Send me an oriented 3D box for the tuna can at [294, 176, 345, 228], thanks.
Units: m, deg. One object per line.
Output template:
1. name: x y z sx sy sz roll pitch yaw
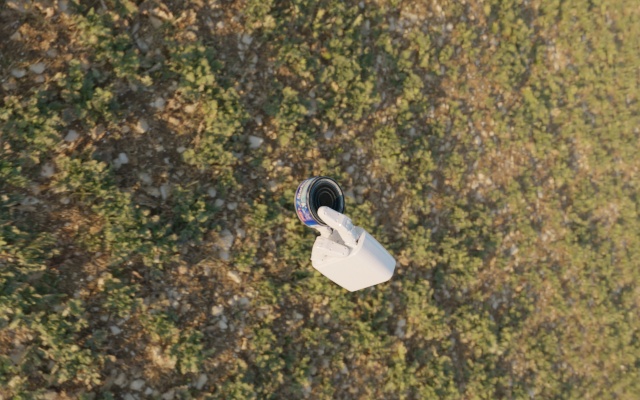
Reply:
1. tuna can: 0.000 0.003 0.793 0.086 0.086 0.034 0 -6 -41
